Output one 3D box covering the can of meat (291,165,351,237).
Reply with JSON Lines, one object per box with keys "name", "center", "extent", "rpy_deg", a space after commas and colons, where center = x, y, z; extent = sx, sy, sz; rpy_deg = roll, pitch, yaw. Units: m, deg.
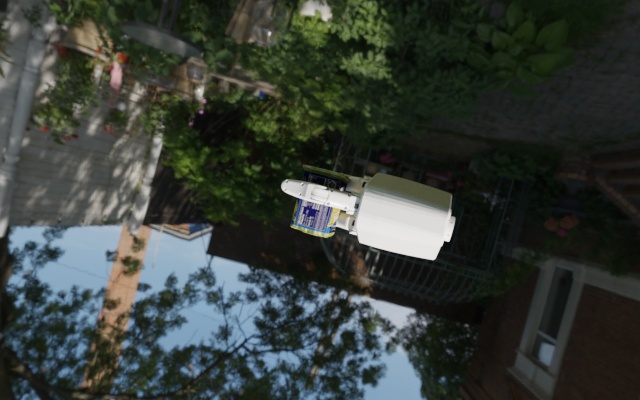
{"name": "can of meat", "center": [0.000, 0.002, 0.646], "extent": [0.057, 0.084, 0.102], "rpy_deg": [14, 1, 9]}
